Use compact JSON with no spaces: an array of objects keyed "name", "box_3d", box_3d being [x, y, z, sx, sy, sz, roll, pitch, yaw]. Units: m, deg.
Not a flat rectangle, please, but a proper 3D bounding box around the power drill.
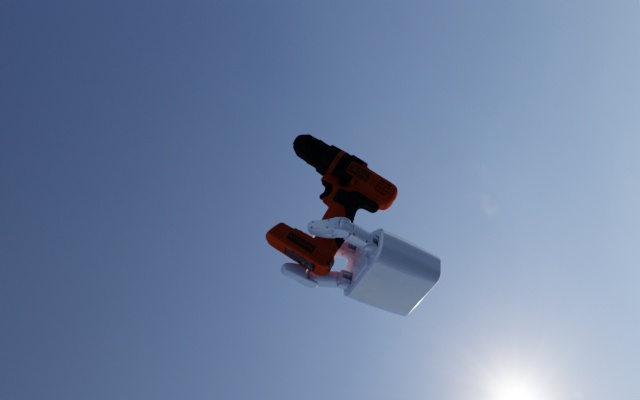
[{"name":"power drill","box_3d":[0.000,0.003,0.721,0.184,0.187,0.057,32,-21,10]}]
